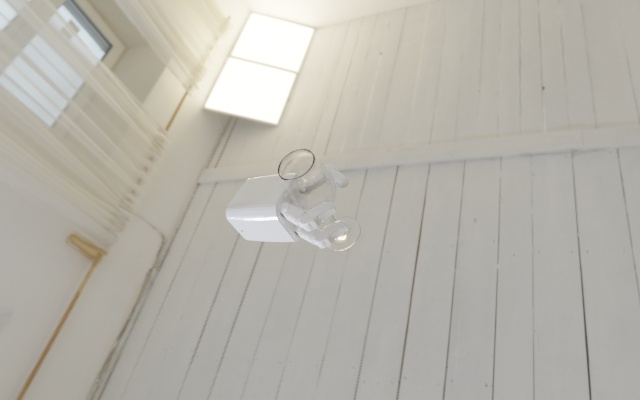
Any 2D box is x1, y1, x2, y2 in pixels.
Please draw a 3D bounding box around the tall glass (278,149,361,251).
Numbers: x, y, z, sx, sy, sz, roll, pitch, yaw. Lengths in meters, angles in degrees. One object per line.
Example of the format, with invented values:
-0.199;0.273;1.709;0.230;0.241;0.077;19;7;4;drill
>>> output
0.001;0.003;0.796;0.079;0.079;0.201;0;-36;27;tall glass
